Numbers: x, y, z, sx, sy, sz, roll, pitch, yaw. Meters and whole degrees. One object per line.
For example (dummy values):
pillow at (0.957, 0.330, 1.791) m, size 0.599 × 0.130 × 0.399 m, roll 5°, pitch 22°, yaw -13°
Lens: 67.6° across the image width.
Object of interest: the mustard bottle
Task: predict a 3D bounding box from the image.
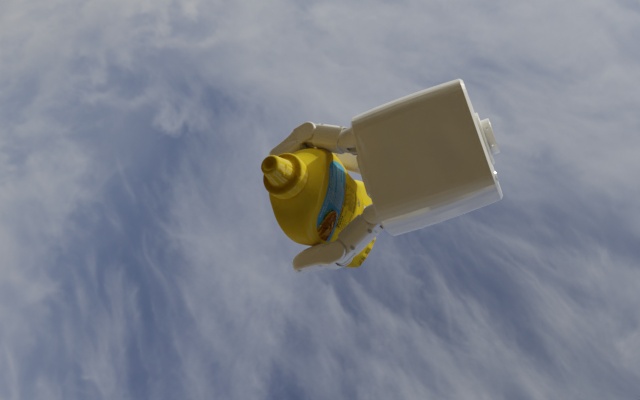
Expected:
mustard bottle at (0.000, 0.002, 0.484) m, size 0.058 × 0.096 × 0.192 m, roll 6°, pitch -17°, yaw 30°
